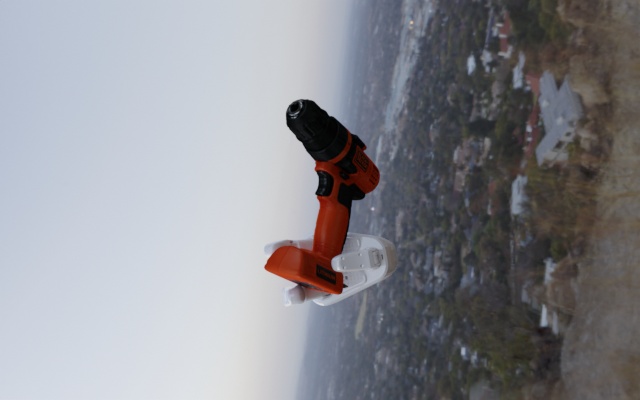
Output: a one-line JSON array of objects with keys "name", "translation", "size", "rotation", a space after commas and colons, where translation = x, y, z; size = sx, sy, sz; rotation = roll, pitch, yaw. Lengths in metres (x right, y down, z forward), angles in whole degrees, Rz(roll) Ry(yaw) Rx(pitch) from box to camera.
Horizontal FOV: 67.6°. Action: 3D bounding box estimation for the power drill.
[{"name": "power drill", "translation": [0.000, 0.002, 0.543], "size": [0.057, 0.187, 0.184], "rotation": [6, -19, 36]}]
